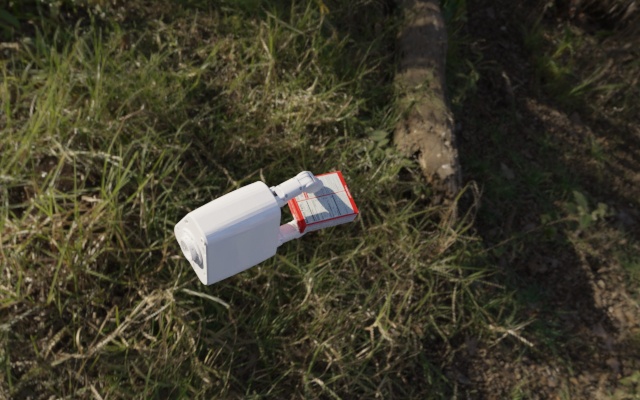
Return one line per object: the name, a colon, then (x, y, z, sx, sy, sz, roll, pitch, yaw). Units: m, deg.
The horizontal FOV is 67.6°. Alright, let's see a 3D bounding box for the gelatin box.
gelatin box: (0.001, 0.002, 0.687, 0.089, 0.073, 0.030, -13, -25, -22)
